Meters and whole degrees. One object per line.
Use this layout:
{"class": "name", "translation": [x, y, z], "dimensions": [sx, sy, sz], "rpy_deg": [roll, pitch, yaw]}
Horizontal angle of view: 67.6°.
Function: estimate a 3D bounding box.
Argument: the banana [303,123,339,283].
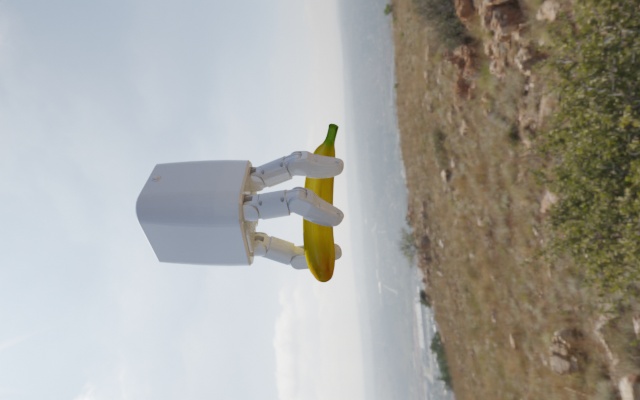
{"class": "banana", "translation": [-0.001, 0.008, 0.540], "dimensions": [0.037, 0.197, 0.070], "rpy_deg": [4, -31, -3]}
